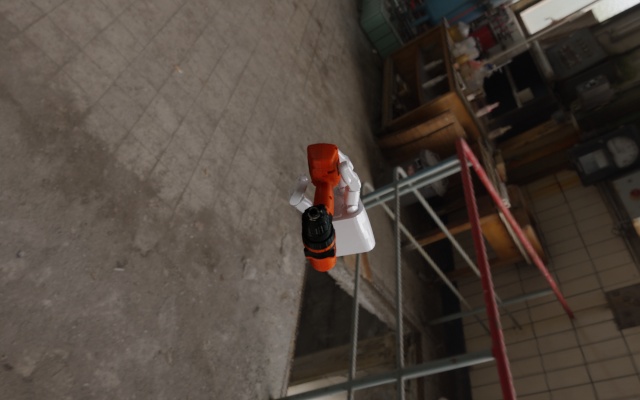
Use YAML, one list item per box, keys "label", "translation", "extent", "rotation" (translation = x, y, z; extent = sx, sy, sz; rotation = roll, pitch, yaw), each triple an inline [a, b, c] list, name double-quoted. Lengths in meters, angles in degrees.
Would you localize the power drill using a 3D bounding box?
- label: "power drill"
  translation: [0.000, 0.002, 0.778]
  extent: [0.057, 0.187, 0.184]
  rotation: [2, -29, 4]
